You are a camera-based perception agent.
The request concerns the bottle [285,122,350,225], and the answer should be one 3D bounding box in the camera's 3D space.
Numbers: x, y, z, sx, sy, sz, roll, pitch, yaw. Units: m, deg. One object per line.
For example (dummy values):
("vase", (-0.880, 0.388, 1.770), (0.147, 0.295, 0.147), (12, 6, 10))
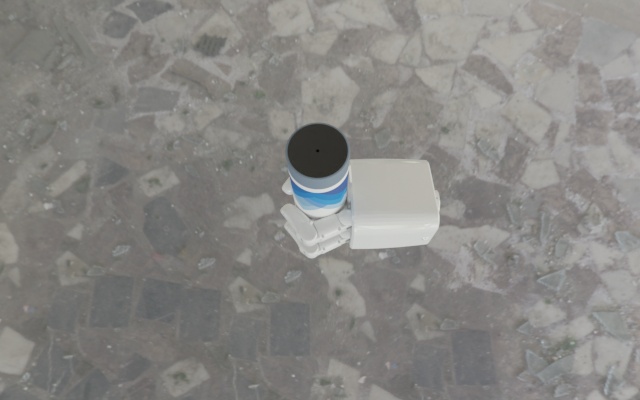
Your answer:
("bottle", (0.000, 0.002, 0.623), (0.069, 0.069, 0.296), (0, -21, 1))
